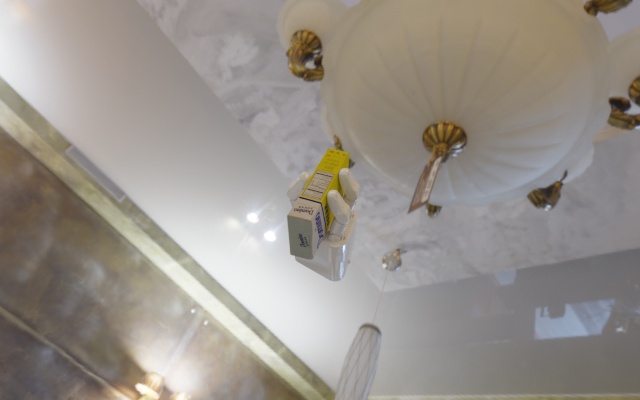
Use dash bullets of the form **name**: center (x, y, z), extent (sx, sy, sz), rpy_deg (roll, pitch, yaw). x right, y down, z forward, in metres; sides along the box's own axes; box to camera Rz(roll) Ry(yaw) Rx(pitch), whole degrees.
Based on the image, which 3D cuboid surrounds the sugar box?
- **sugar box**: center (0.001, 0.003, 0.781), extent (0.048, 0.093, 0.176), rpy_deg (13, 46, 14)
